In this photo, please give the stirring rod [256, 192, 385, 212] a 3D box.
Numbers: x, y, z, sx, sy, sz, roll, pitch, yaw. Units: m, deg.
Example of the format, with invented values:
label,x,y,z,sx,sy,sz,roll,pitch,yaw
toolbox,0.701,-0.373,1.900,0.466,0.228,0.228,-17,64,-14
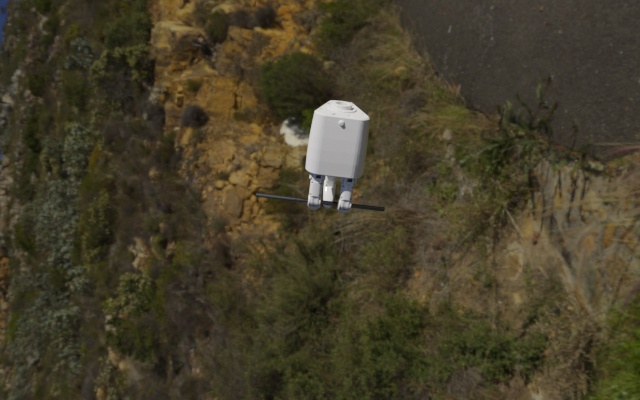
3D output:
label,x,y,z,sx,sy,sz,roll,pitch,yaw
stirring rod,0.000,0.003,0.891,0.239,0.011,0.011,7,0,-2
